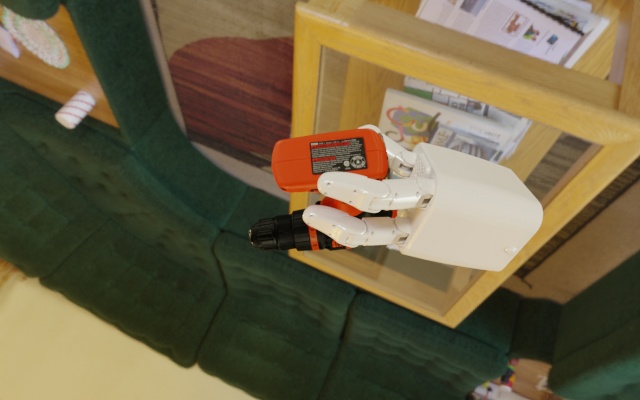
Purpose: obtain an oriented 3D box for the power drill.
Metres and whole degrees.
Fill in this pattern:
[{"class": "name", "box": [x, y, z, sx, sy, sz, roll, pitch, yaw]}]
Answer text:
[{"class": "power drill", "box": [0.000, 0.001, 0.511, 0.184, 0.057, 0.188, -9, -25, 1]}]
